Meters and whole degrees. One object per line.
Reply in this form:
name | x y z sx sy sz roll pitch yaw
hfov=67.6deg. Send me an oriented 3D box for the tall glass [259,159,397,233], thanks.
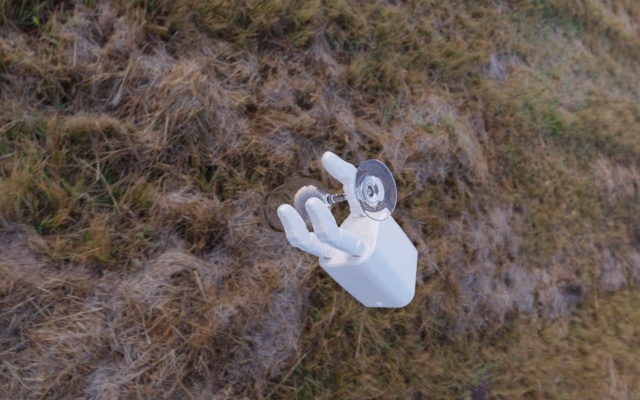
tall glass | 0.000 0.002 0.635 0.079 0.079 0.201 0 -8 -42
